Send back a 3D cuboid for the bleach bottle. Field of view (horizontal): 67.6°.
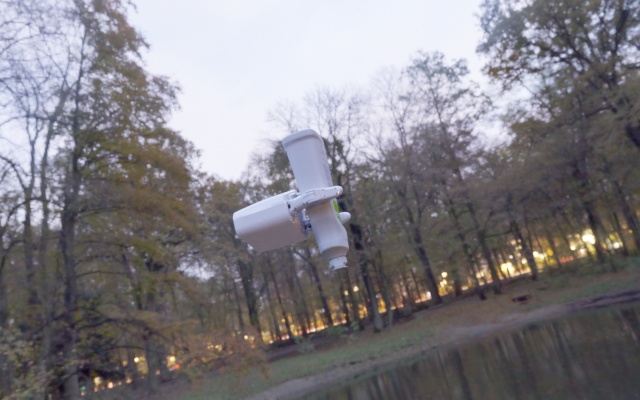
[{"bbox_3d":[0.000,0.003,0.866,0.068,0.250,0.102,-19,-15,12],"label":"bleach bottle"}]
